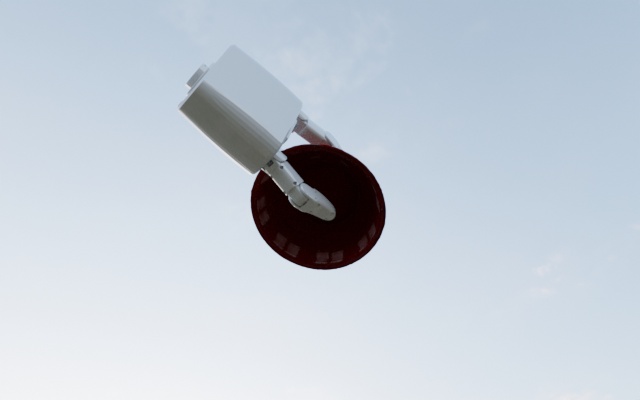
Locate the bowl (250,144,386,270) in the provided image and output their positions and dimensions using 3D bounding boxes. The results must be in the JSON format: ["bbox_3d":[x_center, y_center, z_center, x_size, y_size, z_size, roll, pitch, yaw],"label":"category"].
[{"bbox_3d":[0.001,0.003,0.579,0.162,0.162,0.055,0,23,12],"label":"bowl"}]
